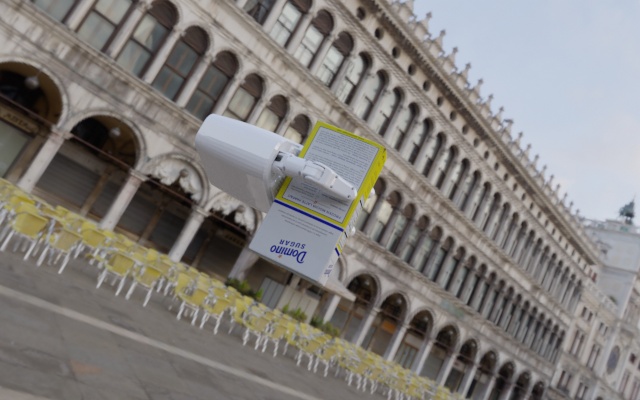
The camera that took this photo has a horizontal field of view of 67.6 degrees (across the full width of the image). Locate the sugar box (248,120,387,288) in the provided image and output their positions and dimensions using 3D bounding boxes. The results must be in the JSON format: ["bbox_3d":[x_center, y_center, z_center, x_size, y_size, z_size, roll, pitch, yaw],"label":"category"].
[{"bbox_3d":[0.000,0.002,0.559,0.093,0.176,0.048,24,-12,18],"label":"sugar box"}]
